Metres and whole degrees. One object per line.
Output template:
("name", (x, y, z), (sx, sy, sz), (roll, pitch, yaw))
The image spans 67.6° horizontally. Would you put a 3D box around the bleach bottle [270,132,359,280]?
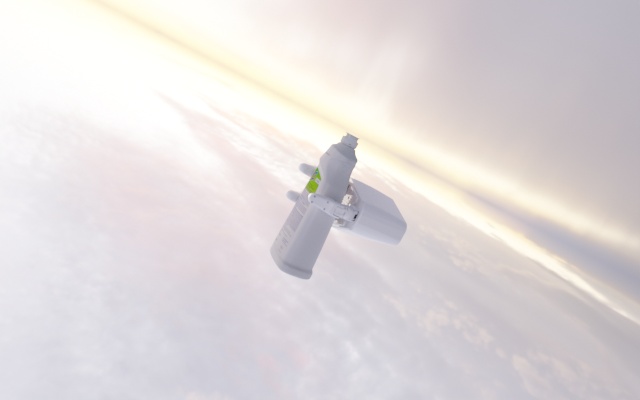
("bleach bottle", (0.000, 0.003, 0.815), (0.068, 0.251, 0.102), (23, 10, -26))
